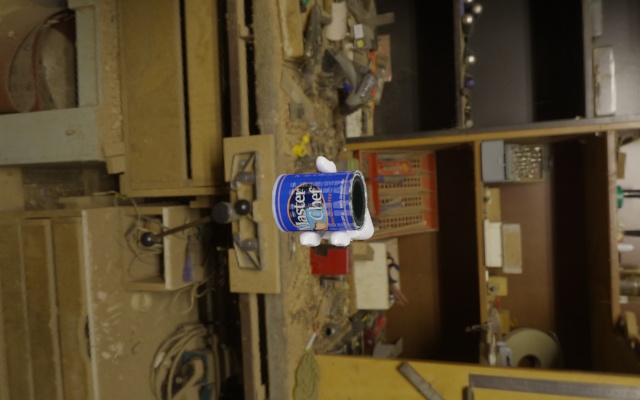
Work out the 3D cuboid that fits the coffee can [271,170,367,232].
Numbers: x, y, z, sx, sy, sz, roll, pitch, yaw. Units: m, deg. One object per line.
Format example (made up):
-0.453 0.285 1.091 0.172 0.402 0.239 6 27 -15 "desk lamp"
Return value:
0.000 0.003 0.822 0.140 0.103 0.103 -2 -1 20 "coffee can"
